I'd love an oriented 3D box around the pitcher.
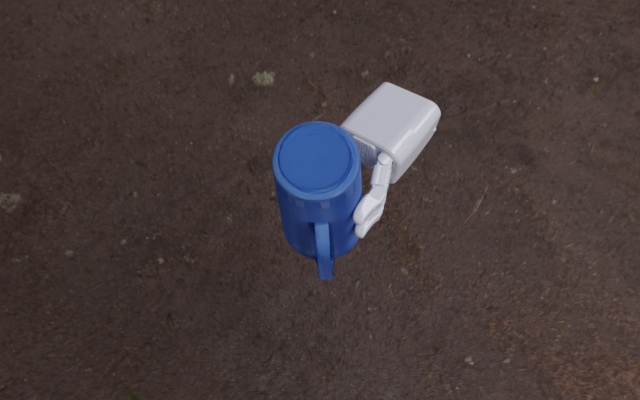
[{"bbox_3d":[0.000,0.002,0.676,0.149,0.145,0.243,41,-14,16],"label":"pitcher"}]
